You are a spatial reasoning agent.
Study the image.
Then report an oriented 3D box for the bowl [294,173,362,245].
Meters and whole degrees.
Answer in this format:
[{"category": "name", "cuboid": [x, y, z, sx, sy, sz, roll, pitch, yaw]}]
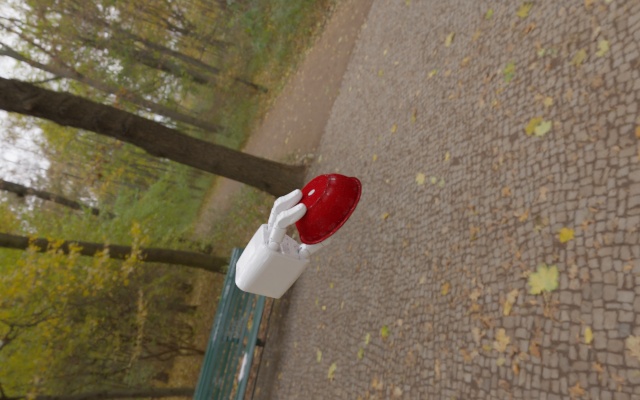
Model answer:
[{"category": "bowl", "cuboid": [0.001, 0.002, 0.898, 0.055, 0.162, 0.162, 42, -20, -24]}]
